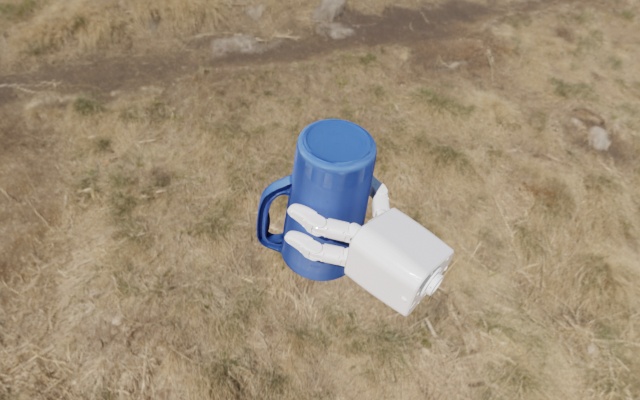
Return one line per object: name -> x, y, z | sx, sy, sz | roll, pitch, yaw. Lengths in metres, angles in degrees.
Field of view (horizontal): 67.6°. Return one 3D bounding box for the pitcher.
pitcher -> 0.000, 0.002, 0.716 | 0.145, 0.243, 0.149 | 37, 53, 25
